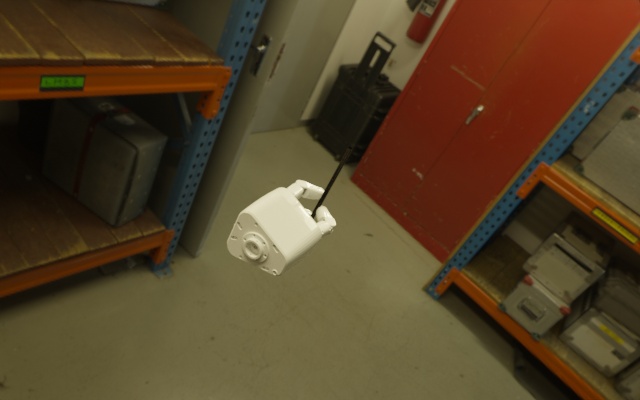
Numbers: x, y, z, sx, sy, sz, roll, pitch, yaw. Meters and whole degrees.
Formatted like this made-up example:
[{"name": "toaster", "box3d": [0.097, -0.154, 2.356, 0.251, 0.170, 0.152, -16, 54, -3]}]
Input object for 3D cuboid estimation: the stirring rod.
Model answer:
[{"name": "stirring rod", "box3d": [0.000, 0.003, 0.853, 0.011, 0.240, 0.011, 20, 33, -14]}]
